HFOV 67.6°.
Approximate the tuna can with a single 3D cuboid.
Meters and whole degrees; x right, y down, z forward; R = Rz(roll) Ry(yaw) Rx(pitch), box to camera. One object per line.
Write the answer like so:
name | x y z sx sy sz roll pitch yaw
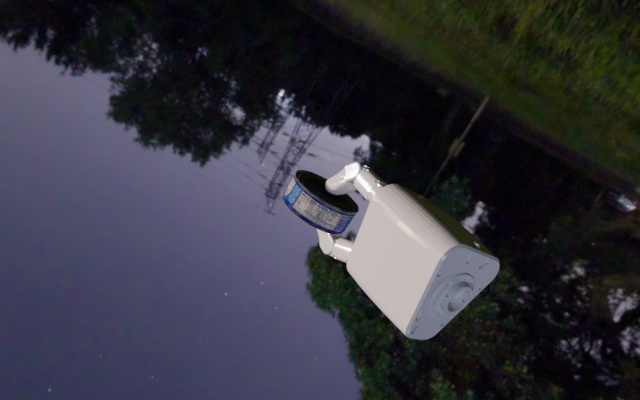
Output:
tuna can | 0.000 0.002 0.558 0.086 0.034 0.086 29 18 -10
